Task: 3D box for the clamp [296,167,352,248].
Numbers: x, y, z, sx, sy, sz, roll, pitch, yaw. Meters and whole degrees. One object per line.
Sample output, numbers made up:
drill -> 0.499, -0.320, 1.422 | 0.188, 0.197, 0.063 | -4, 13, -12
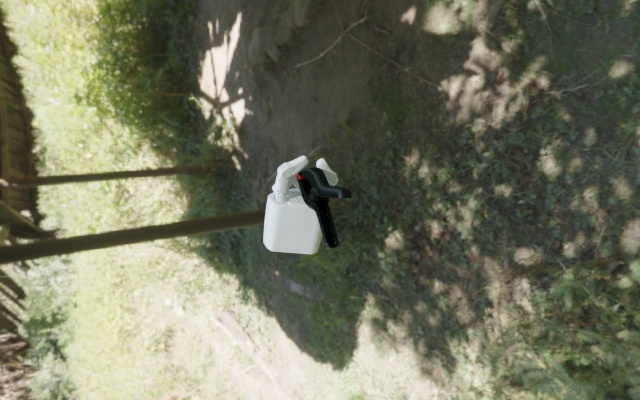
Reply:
clamp -> 0.000, 0.003, 0.863 | 0.039, 0.120, 0.171 | 0, 26, -28
